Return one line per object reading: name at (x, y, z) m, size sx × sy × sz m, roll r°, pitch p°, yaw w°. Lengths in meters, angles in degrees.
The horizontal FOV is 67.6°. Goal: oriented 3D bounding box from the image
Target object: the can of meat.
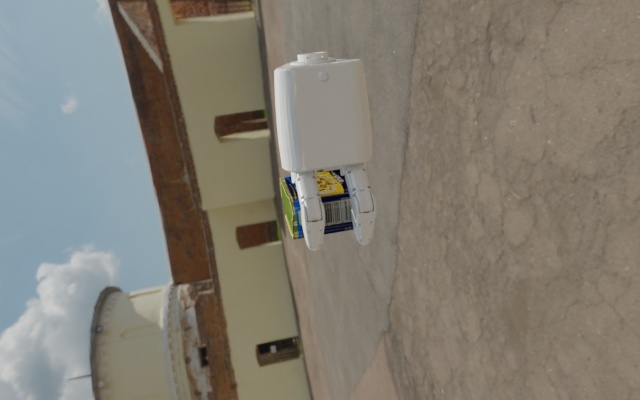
can of meat at (0.000, 0.002, 0.563) m, size 0.084 × 0.057 × 0.102 m, roll -9°, pitch 23°, yaw -9°
